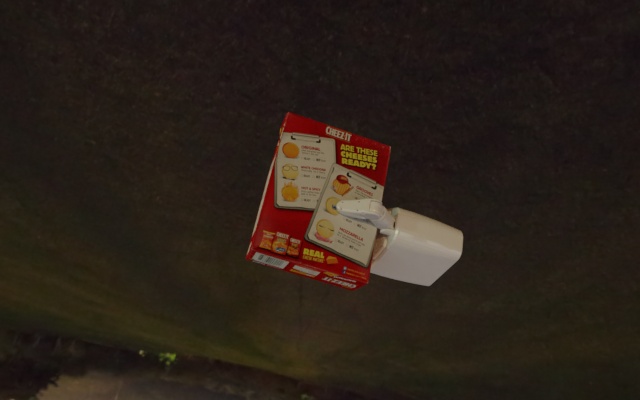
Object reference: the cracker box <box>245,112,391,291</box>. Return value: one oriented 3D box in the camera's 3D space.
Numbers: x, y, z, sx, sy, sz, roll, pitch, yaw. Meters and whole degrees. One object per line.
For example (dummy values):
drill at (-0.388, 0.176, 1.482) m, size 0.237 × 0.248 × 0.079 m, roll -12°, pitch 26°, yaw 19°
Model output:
cracker box at (0.000, 0.002, 0.679) m, size 0.164 × 0.213 × 0.072 m, roll 17°, pitch -25°, yaw -11°
